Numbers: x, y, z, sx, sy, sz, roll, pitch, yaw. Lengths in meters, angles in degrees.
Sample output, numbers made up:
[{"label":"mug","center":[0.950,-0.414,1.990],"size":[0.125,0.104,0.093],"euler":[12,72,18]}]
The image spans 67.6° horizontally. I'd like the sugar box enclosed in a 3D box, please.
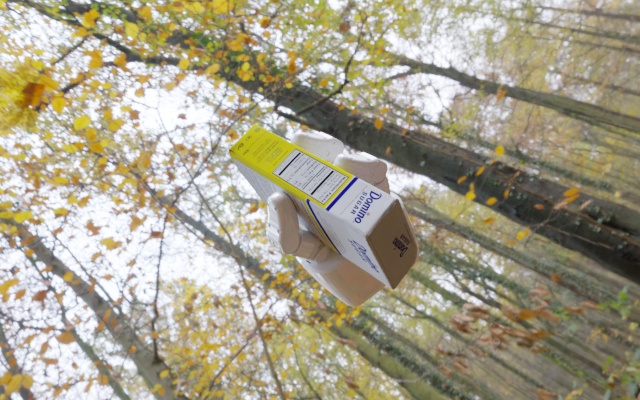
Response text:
[{"label":"sugar box","center":[0.000,0.001,0.426],"size":[0.176,0.048,0.093],"euler":[29,-19,36]}]
